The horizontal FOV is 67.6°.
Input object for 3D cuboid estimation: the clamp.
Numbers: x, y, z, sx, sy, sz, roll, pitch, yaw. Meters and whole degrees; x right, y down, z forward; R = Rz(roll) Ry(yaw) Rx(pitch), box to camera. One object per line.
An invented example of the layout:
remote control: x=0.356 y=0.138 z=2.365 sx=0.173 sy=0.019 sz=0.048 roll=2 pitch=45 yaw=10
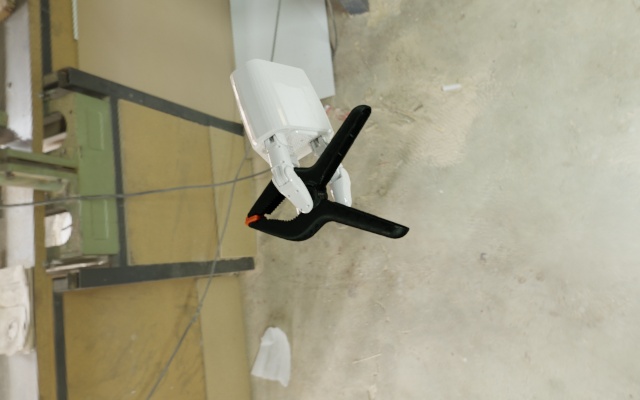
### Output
clamp: x=-0.001 y=0.002 z=0.583 sx=0.210 sy=0.164 sz=0.036 roll=-29 pitch=-19 yaw=22
